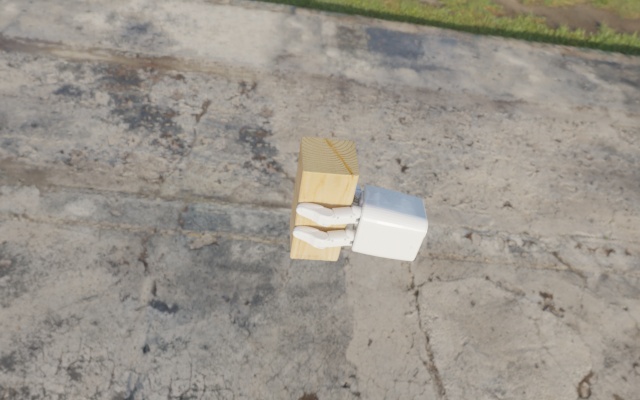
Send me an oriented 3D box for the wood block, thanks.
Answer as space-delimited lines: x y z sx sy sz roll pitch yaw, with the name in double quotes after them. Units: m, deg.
0.001 0.002 0.819 0.090 0.206 0.090 4 43 -7 "wood block"
